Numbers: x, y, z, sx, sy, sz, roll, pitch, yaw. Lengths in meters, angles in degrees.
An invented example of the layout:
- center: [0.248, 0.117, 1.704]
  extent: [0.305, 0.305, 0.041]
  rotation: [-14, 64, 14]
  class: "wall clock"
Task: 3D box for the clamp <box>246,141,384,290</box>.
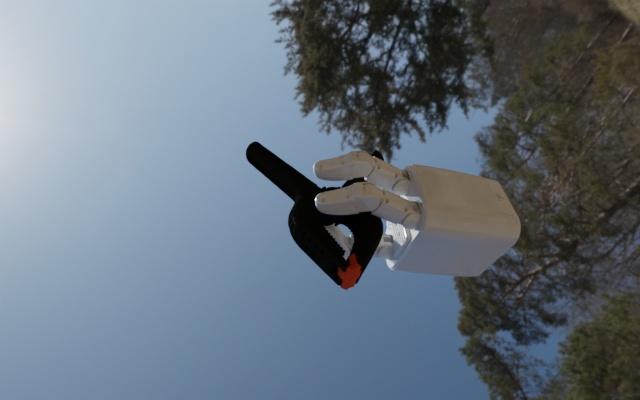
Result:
- center: [0.000, 0.003, 0.495]
  extent: [0.164, 0.036, 0.209]
  rotation: [6, 38, -8]
  class: "clamp"
